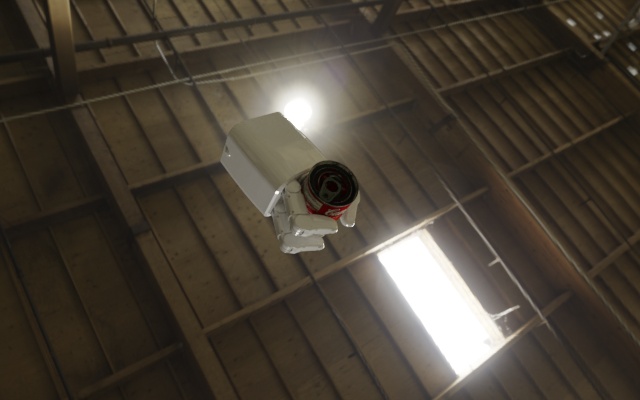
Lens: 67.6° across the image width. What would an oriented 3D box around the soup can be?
[{"bbox_3d":[0.000,0.003,0.641,0.068,0.068,0.102,0,-29,-23],"label":"soup can"}]
